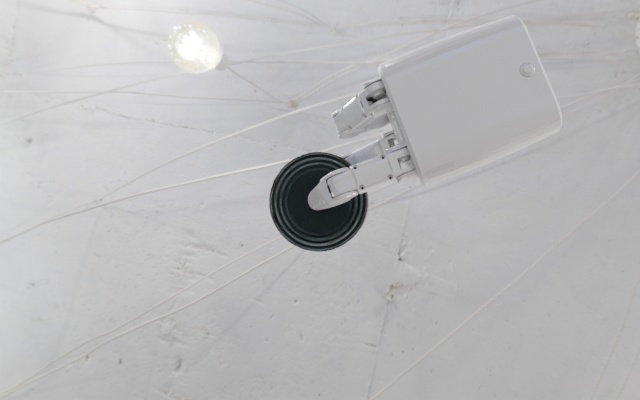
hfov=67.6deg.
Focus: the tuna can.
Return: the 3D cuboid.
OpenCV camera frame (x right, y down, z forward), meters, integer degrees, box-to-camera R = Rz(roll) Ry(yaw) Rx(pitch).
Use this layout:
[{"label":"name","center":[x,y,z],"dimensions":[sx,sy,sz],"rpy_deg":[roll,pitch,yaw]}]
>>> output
[{"label":"tuna can","center":[0.000,0.001,0.425],"dimensions":[0.086,0.086,0.034],"rpy_deg":[0,-1,8]}]
